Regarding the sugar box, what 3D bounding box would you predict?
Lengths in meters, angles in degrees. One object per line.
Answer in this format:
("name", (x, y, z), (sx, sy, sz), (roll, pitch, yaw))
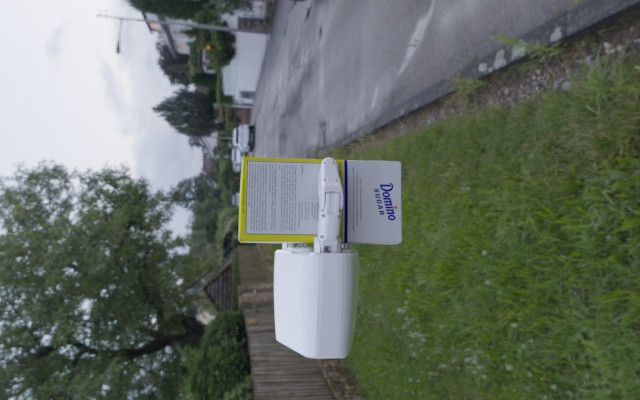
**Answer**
("sugar box", (0.000, 0.002, 0.528), (0.176, 0.093, 0.048), (3, -7, -10))
